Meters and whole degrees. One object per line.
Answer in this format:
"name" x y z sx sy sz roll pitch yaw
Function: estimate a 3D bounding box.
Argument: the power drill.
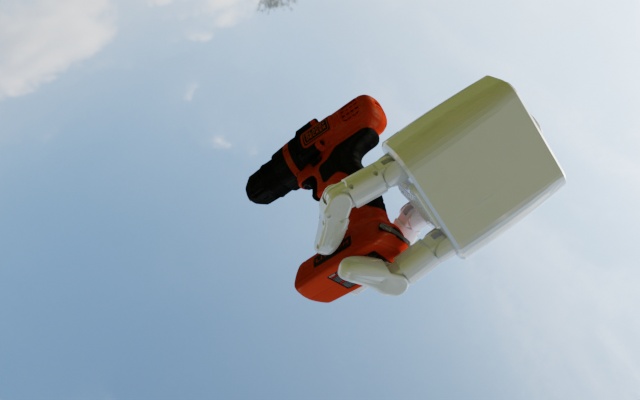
"power drill" 0.000 0.002 0.478 0.184 0.187 0.057 -34 -41 25
